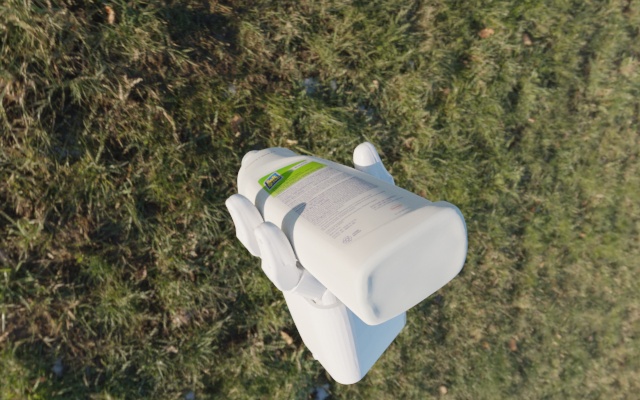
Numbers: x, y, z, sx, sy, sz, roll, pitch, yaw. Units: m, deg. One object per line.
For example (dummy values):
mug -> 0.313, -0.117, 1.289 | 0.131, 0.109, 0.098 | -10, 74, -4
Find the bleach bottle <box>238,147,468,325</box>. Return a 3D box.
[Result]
bleach bottle -> 0.000, 0.001, 0.419 | 0.102, 0.068, 0.250 | -28, 34, -20
